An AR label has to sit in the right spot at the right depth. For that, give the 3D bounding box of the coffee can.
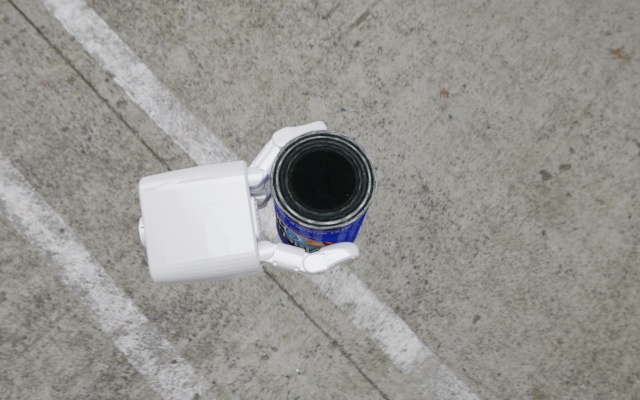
[{"bbox_3d":[0.000,0.002,0.517,0.103,0.102,0.140,0,-19,-3],"label":"coffee can"}]
